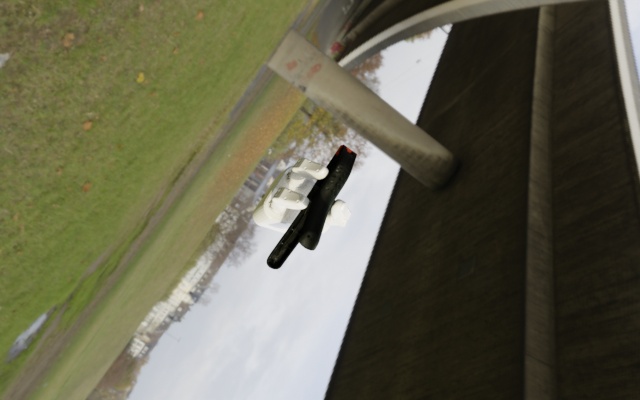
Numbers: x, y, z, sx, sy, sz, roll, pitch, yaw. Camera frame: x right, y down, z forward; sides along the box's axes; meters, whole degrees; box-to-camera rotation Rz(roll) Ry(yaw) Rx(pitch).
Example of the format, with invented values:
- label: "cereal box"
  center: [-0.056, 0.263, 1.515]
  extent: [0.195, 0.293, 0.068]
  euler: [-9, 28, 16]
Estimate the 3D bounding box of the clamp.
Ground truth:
- label: "clamp"
  center: [0.001, 0.002, 0.679]
  extent: [0.036, 0.210, 0.164]
  euler: [35, -19, -10]
